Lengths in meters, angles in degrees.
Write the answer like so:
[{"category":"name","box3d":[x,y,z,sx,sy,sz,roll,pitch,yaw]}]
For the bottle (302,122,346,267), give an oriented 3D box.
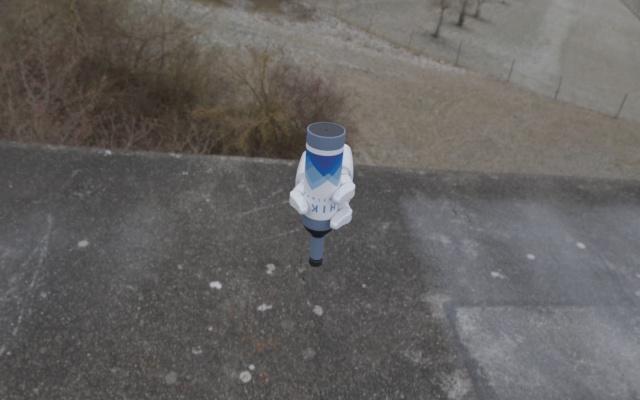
[{"category":"bottle","box3d":[0.000,0.003,0.894,0.069,0.296,0.069,3,32,-2]}]
